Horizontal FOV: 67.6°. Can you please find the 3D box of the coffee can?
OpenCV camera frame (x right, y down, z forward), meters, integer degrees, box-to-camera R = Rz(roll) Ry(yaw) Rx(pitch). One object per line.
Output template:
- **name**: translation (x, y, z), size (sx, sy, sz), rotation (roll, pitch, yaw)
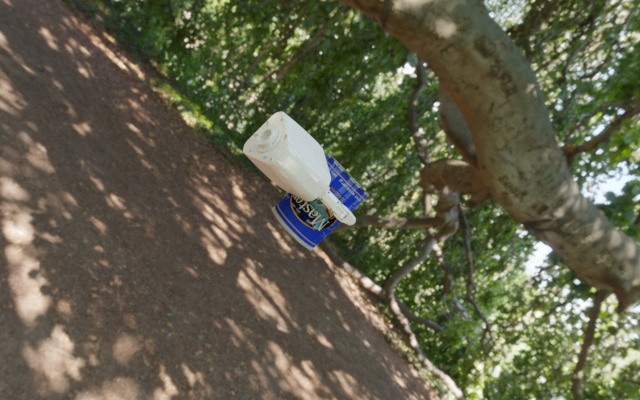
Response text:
- **coffee can**: translation (0.000, 0.003, 0.838), size (0.140, 0.103, 0.103), rotation (-44, -5, 5)
